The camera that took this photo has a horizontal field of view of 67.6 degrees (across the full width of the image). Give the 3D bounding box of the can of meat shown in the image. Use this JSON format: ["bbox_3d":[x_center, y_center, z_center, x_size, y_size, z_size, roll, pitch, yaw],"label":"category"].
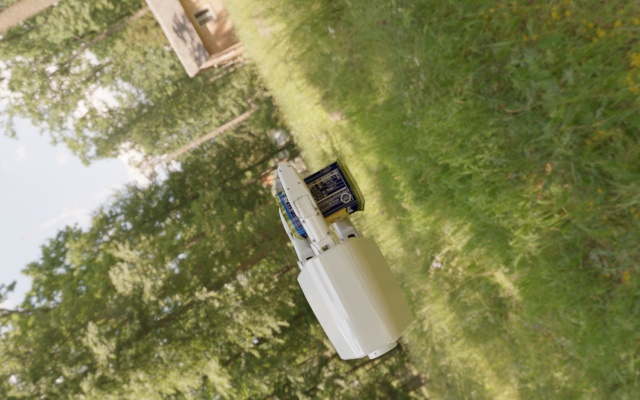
[{"bbox_3d":[0.000,0.002,0.538,0.084,0.057,0.102,-28,-9,0],"label":"can of meat"}]
